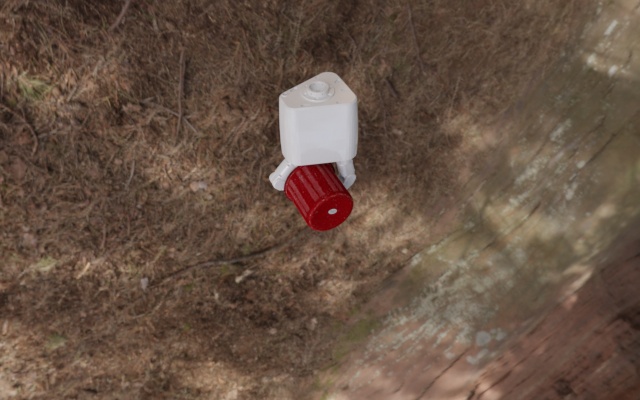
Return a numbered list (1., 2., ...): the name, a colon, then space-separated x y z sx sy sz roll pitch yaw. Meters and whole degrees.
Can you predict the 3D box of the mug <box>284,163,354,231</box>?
1. mug: 0.000 0.004 0.768 0.093 0.117 0.081 -20 49 -16
